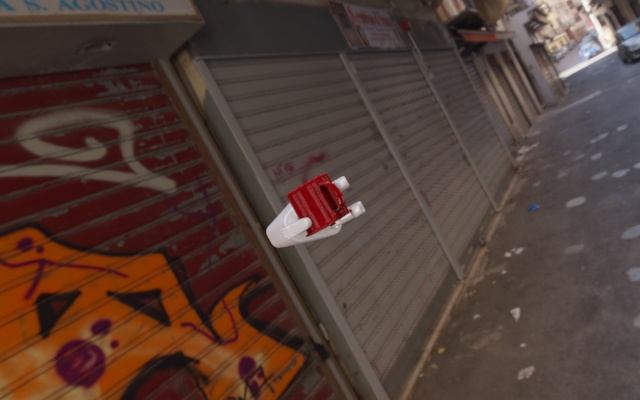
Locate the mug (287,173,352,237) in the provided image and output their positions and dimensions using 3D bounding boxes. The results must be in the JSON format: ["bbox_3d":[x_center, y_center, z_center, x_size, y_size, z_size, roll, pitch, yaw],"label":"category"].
[{"bbox_3d":[0.001,0.002,0.818,0.093,0.081,0.117,-30,1,-31],"label":"mug"}]
